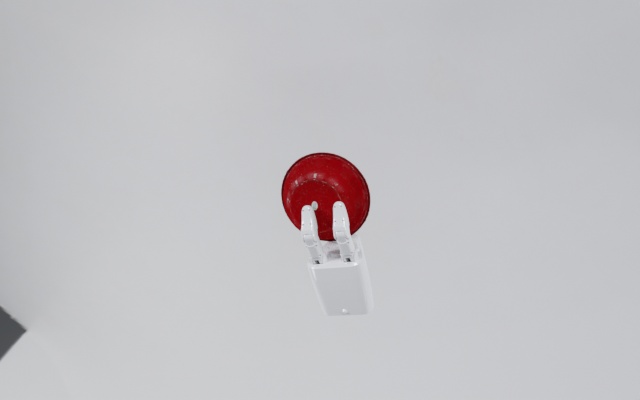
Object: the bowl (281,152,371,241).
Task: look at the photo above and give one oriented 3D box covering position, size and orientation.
[{"bbox_3d":[-0.001,0.002,0.804,0.162,0.162,0.055,0,16,18],"label":"bowl"}]
